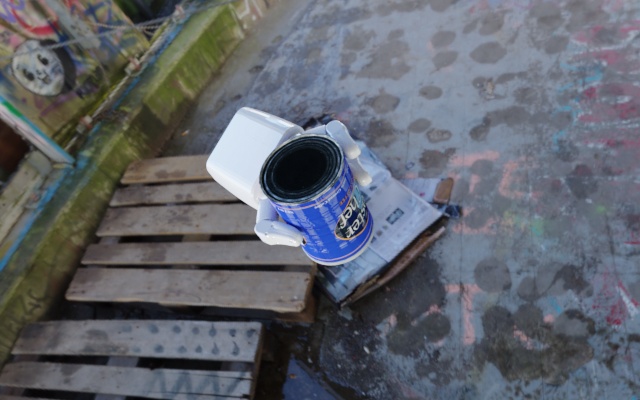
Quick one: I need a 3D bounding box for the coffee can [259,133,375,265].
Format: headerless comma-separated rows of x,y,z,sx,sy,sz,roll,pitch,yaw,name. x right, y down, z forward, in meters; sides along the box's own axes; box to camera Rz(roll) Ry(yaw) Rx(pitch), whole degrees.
0.000,0.002,0.587,0.103,0.102,0.140,0,-35,23,coffee can
